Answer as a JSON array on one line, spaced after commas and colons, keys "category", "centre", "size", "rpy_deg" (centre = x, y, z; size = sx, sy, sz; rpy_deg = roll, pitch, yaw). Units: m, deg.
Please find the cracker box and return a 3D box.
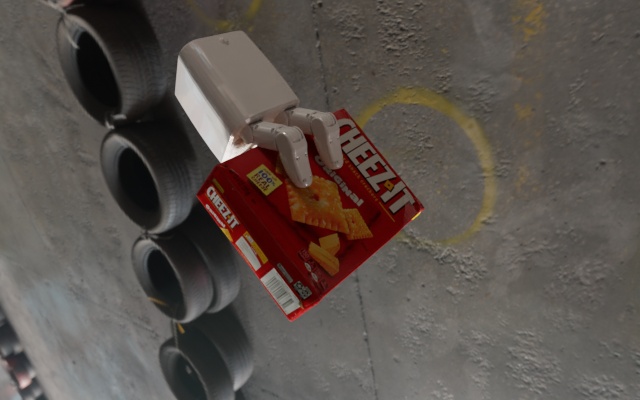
[{"category": "cracker box", "centre": [0.000, 0.002, 0.532], "size": [0.213, 0.164, 0.072], "rpy_deg": [-33, -7, -43]}]
